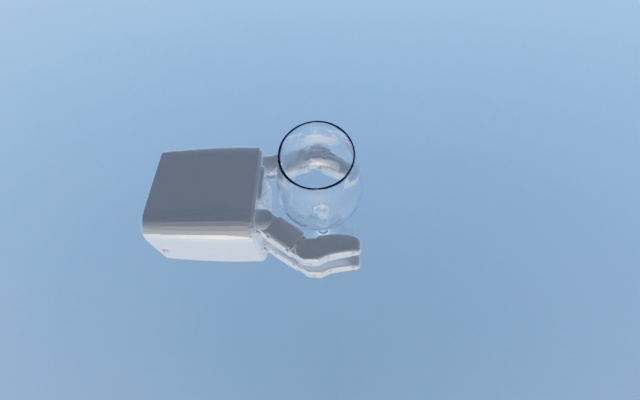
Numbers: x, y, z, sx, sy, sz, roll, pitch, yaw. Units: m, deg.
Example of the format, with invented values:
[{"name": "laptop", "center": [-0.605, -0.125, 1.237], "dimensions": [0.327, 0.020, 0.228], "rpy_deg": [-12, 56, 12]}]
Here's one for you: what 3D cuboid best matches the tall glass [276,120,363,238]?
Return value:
[{"name": "tall glass", "center": [0.000, 0.002, 0.466], "dimensions": [0.079, 0.079, 0.201], "rpy_deg": [0, -22, 2]}]
